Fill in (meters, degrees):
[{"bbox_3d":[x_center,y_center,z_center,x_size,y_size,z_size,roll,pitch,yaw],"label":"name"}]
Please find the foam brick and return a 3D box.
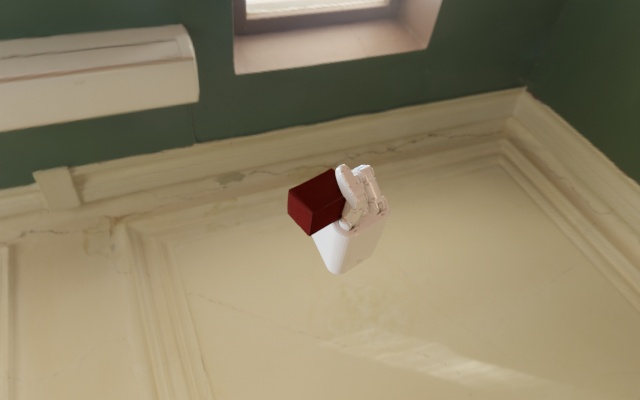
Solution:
[{"bbox_3d":[0.000,0.002,0.655,0.078,0.051,0.053,-28,59,-30],"label":"foam brick"}]
